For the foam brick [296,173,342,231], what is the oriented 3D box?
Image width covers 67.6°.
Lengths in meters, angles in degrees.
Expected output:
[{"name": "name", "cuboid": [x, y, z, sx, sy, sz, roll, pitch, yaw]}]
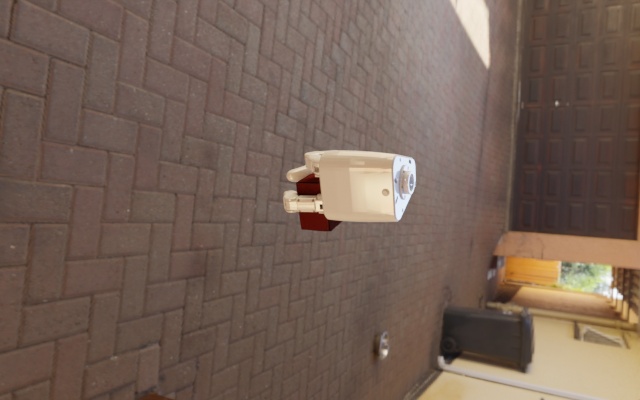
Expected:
[{"name": "foam brick", "cuboid": [0.000, 0.003, 0.725, 0.051, 0.078, 0.053, 3, 20, 26]}]
